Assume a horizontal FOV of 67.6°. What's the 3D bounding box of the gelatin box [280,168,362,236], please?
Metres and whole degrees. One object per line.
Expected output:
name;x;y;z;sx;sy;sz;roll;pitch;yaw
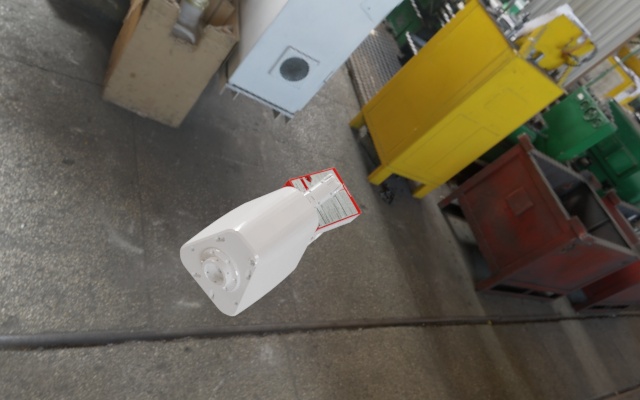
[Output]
gelatin box;0.001;0.002;0.612;0.089;0.073;0.030;-19;-17;-44
